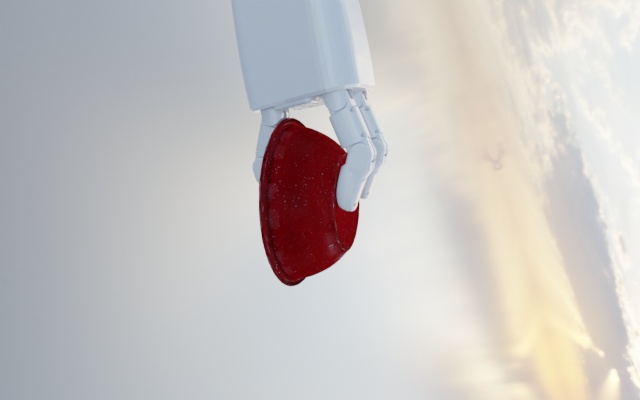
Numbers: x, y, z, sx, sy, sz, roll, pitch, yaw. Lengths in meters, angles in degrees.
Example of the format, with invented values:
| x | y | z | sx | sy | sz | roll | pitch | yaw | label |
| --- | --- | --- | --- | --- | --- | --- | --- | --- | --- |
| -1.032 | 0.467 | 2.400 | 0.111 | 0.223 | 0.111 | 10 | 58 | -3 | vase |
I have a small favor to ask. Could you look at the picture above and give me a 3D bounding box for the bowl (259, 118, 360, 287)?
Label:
| x | y | z | sx | sy | sz | roll | pitch | yaw | label |
| --- | --- | --- | --- | --- | --- | --- | --- | --- | --- |
| 0.001 | 0.003 | 0.454 | 0.055 | 0.162 | 0.162 | 0 | 0 | 18 | bowl |
